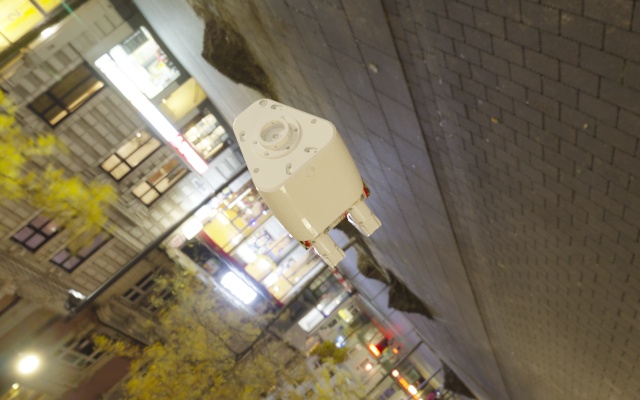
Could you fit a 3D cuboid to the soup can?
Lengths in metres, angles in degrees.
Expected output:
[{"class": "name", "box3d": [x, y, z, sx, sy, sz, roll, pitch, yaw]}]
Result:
[{"class": "soup can", "box3d": [0.000, 0.002, 0.567, 0.102, 0.068, 0.068, -41, 6, -7]}]
